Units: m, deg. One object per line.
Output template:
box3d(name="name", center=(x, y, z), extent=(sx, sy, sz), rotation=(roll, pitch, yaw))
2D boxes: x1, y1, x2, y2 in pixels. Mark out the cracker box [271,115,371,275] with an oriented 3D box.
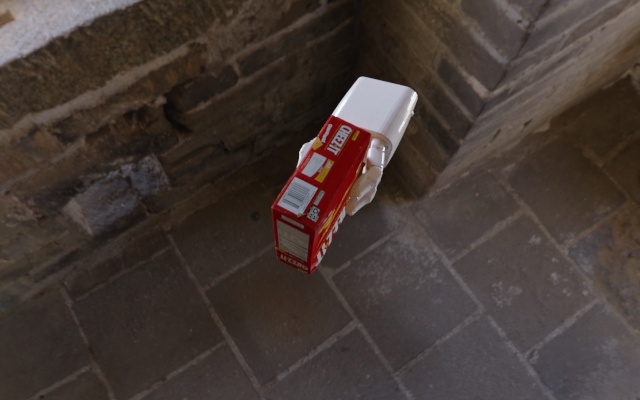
box3d(name="cracker box", center=(0.000, 0.002, 0.712), extent=(0.072, 0.164, 0.214), rotation=(27, -23, 9))
